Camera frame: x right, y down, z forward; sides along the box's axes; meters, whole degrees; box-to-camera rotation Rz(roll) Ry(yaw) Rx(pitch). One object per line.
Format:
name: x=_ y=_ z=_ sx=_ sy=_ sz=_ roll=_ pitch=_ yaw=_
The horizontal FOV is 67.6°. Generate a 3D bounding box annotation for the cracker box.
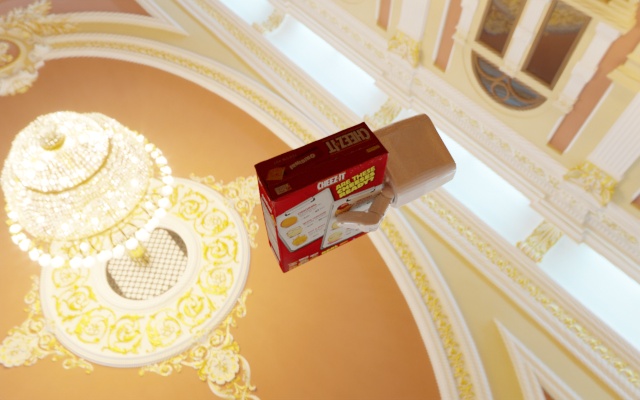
cracker box: x=0.000 y=0.002 z=0.685 sx=0.164 sy=0.072 sz=0.214 roll=-24 pitch=-29 yaw=-14
